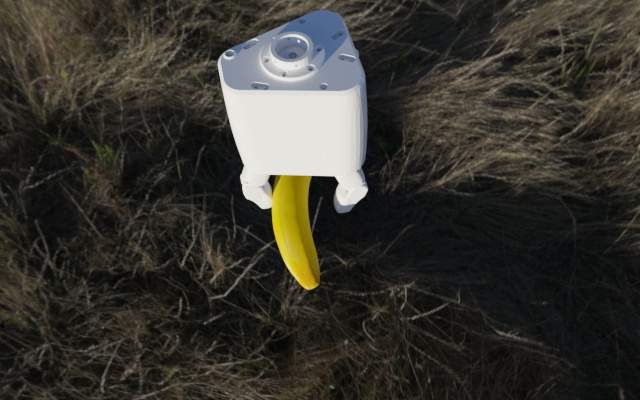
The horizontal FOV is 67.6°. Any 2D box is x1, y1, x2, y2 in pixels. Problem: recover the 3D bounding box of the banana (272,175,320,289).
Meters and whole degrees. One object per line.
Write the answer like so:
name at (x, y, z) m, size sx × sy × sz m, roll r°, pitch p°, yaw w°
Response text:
banana at (-0.018, -0.005, 0.508) m, size 0.069 × 0.197 × 0.037 m, roll 12°, pitch -29°, yaw 1°
